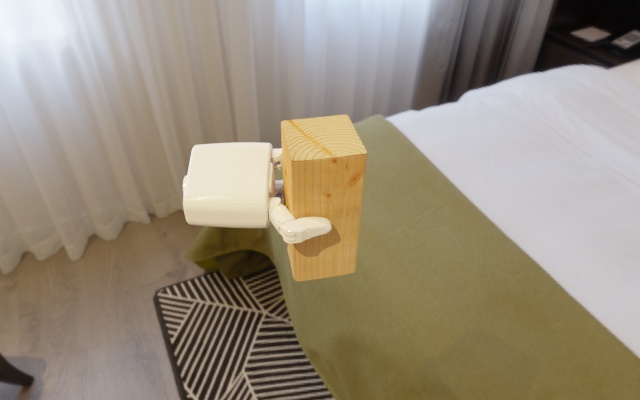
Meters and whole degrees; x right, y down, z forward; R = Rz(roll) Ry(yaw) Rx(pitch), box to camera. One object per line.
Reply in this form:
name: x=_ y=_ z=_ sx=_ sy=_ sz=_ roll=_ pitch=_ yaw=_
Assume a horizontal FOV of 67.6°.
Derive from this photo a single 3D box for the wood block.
wood block: x=0.000 y=0.002 z=0.636 sx=0.090 sy=0.206 sz=0.090 roll=-7 pitch=41 yaw=-10
